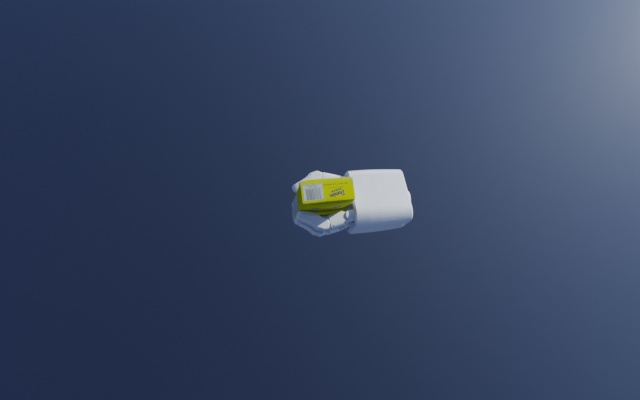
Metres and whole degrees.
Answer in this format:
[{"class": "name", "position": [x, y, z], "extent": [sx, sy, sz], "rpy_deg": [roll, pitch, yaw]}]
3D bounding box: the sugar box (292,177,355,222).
[{"class": "sugar box", "position": [0.000, 0.003, 0.873], "extent": [0.093, 0.048, 0.176], "rpy_deg": [-5, -15, -8]}]
